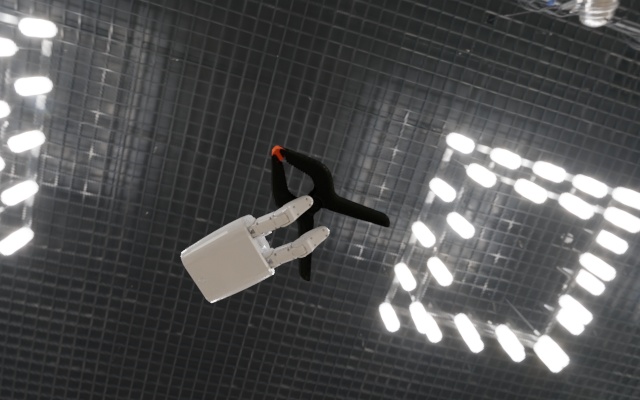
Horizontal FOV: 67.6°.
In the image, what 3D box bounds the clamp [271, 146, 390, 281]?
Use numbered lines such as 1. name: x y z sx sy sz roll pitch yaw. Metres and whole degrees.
1. clamp: 0.000 0.002 0.723 0.164 0.210 0.036 -28 17 -1
